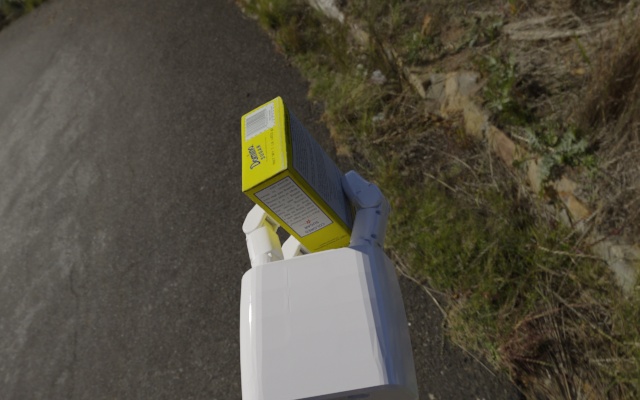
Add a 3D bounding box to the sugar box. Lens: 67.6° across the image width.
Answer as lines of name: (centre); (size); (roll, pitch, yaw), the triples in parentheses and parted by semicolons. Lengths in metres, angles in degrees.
sugar box: (0.000, 0.002, 0.420); (0.048, 0.093, 0.176); (-24, -46, 17)
